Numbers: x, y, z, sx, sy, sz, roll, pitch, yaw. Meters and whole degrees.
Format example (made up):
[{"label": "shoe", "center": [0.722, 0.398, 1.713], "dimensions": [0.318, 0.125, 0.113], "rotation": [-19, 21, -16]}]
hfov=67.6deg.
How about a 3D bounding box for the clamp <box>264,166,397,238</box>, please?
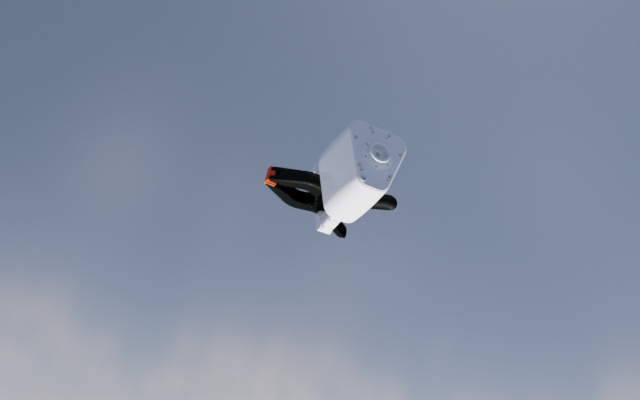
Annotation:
[{"label": "clamp", "center": [0.000, 0.003, 0.807], "dimensions": [0.210, 0.036, 0.165], "rotation": [20, -33, -16]}]
